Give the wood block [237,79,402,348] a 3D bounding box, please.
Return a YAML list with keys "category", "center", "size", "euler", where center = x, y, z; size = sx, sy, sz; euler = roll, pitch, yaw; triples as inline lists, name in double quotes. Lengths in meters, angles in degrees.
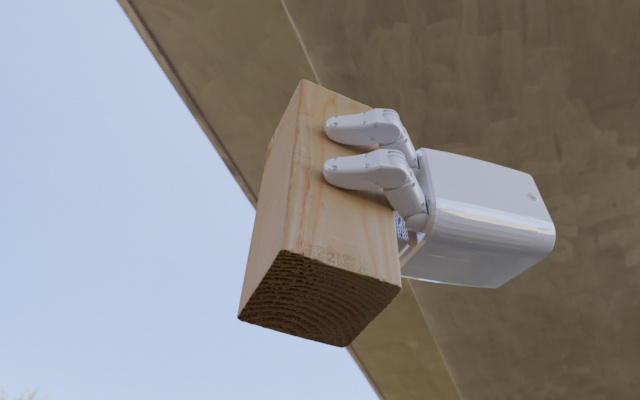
- category: "wood block"
  center: [0.000, 0.002, 0.401]
  size: [0.090, 0.206, 0.091]
  euler: [19, -49, -15]
